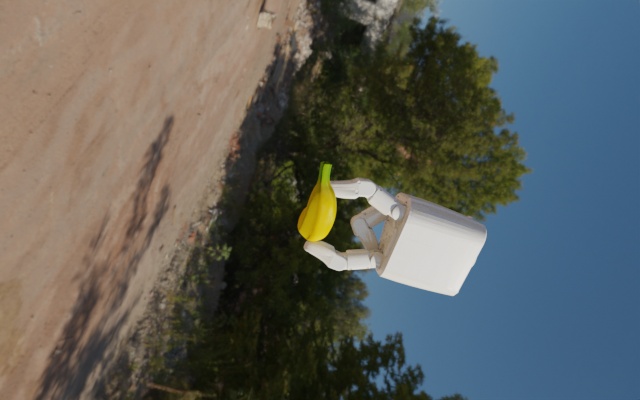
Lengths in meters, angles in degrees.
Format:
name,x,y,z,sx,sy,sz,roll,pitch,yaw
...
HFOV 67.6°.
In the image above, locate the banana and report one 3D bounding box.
name,x,y,z,sx,sy,sz,roll,pitch,yaw
banana,-0.004,0.018,0.599,0.037,0.069,0.198,17,-18,-4
